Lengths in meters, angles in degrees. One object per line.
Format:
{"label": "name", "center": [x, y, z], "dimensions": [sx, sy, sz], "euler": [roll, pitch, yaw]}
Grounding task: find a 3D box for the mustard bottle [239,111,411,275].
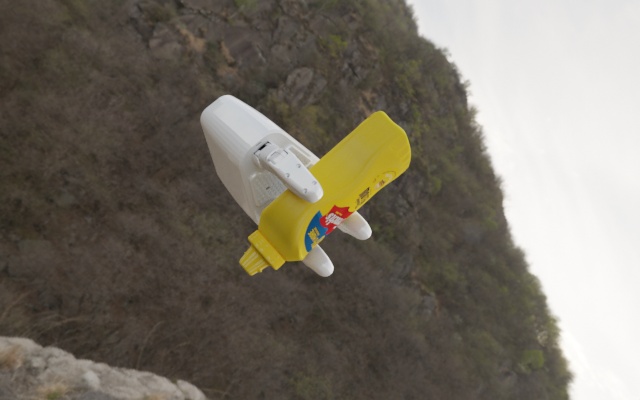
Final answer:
{"label": "mustard bottle", "center": [0.000, 0.002, 0.461], "dimensions": [0.191, 0.058, 0.096], "euler": [-41, -16, -9]}
